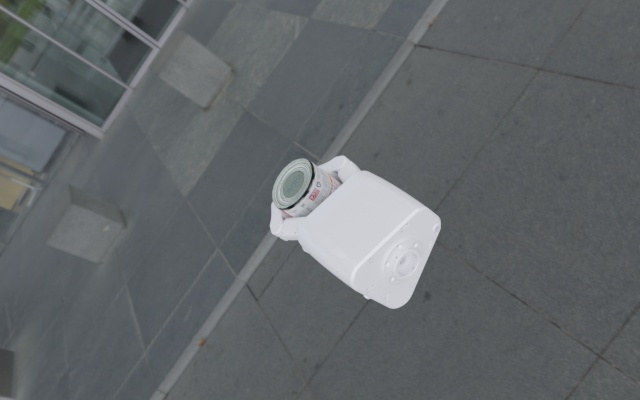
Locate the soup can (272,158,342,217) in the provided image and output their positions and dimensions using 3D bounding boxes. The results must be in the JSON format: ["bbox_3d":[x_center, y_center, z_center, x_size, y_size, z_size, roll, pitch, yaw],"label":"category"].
[{"bbox_3d":[0.000,0.001,0.579,0.068,0.068,0.102,0,-26,48],"label":"soup can"}]
